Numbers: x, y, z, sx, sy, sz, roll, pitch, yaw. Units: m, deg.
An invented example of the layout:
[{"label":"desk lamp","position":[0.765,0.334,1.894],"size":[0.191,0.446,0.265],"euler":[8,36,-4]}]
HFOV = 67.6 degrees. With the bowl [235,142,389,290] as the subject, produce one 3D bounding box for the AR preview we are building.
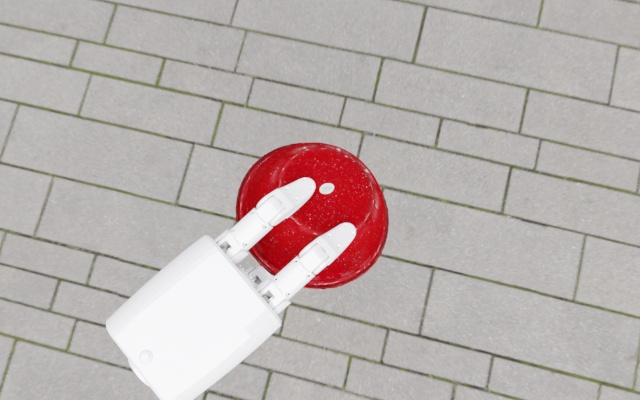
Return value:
[{"label":"bowl","position":[0.001,0.000,0.469],"size":[0.162,0.162,0.055],"euler":[0,-23,-15]}]
